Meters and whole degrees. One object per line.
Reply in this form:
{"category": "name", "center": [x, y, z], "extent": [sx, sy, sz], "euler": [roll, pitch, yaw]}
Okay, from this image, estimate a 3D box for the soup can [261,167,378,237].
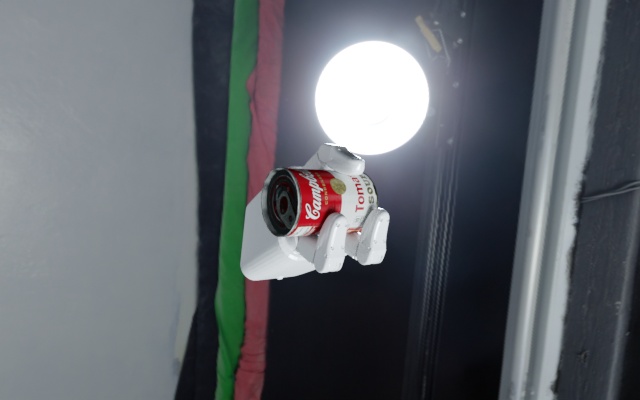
{"category": "soup can", "center": [0.001, 0.001, 0.489], "extent": [0.102, 0.068, 0.068], "euler": [0, 0, -37]}
